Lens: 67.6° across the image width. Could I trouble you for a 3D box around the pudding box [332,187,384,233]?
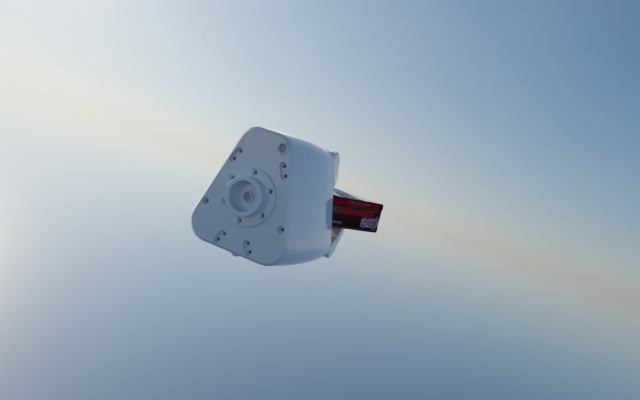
[{"bbox_3d":[0.000,0.002,0.539,0.090,0.039,0.113,12,8,-44],"label":"pudding box"}]
